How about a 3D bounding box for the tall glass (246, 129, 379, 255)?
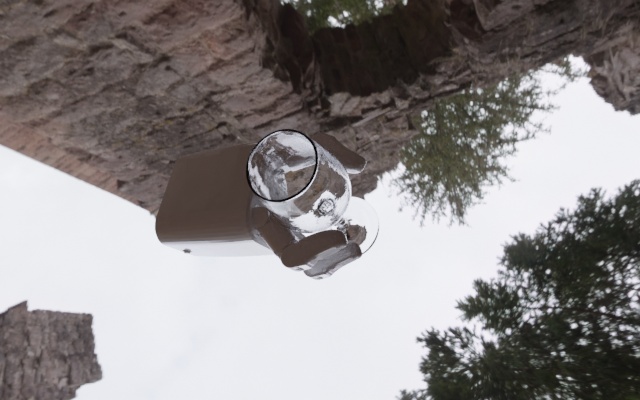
[{"bbox_3d":[0.000,0.002,0.464,0.079,0.079,0.201,0,-17,19],"label":"tall glass"}]
